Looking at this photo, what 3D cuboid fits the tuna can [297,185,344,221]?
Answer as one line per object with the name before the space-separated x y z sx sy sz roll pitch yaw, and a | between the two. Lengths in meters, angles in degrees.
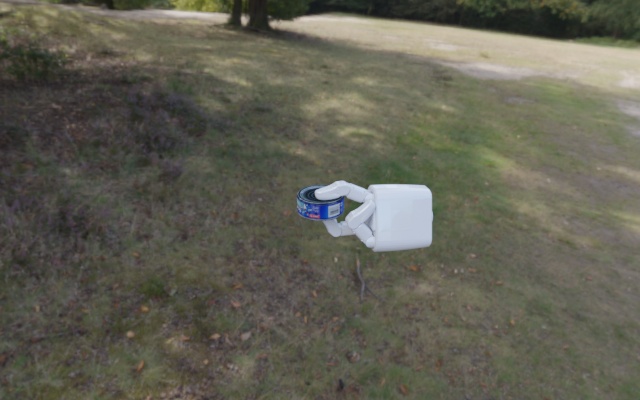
tuna can | 0.000 0.002 0.856 0.086 0.034 0.086 0 25 0
